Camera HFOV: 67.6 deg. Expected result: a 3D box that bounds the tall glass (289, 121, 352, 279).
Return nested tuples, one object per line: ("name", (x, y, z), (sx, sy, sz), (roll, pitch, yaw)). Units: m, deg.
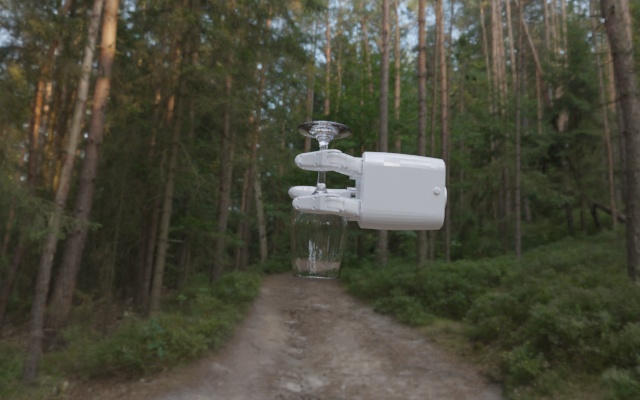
("tall glass", (0.000, 0.001, 0.636), (0.079, 0.201, 0.079), (4, -9, 1))
